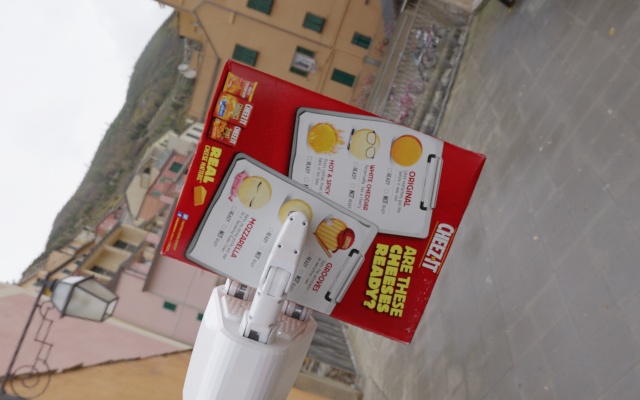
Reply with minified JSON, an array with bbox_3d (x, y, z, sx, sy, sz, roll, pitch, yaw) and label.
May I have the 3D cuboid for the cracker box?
[{"bbox_3d":[0.000,0.001,0.400,0.214,0.164,0.072,20,7,-2],"label":"cracker box"}]
